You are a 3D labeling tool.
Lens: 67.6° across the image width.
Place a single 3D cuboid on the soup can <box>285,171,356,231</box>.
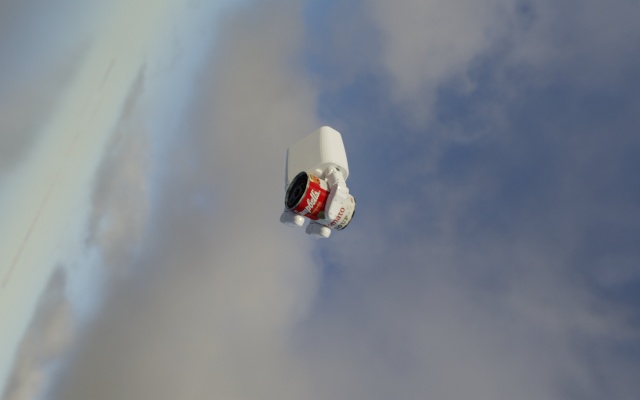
[{"bbox_3d":[0.000,0.003,0.803,0.102,0.068,0.068,26,-13,-27],"label":"soup can"}]
